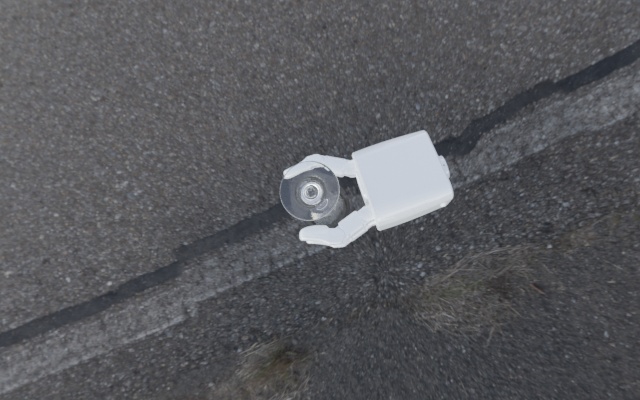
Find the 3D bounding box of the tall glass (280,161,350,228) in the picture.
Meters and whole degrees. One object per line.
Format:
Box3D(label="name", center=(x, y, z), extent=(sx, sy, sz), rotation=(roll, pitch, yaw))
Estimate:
Box3D(label="tall glass", center=(0.000, 0.002, 0.679), extent=(0.079, 0.079, 0.201), rotation=(0, -8, 8))
